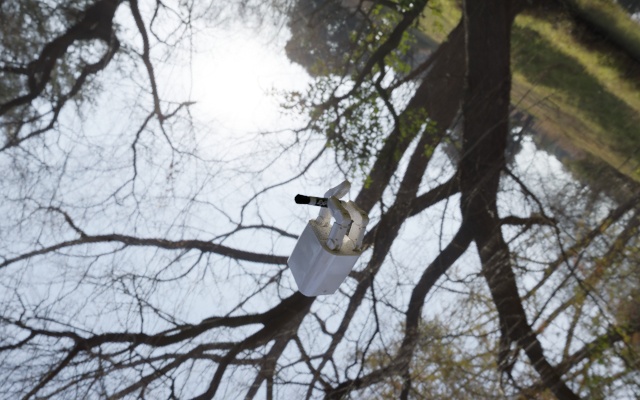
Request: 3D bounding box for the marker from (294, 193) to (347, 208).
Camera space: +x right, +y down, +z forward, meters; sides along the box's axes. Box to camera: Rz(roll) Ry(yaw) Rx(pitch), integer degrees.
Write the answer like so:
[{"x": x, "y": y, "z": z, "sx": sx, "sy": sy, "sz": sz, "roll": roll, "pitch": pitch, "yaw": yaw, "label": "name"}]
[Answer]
[{"x": 0.000, "y": 0.003, "z": 0.857, "sx": 0.121, "sy": 0.020, "sz": 0.020, "roll": 8, "pitch": -5, "yaw": -44, "label": "marker"}]
